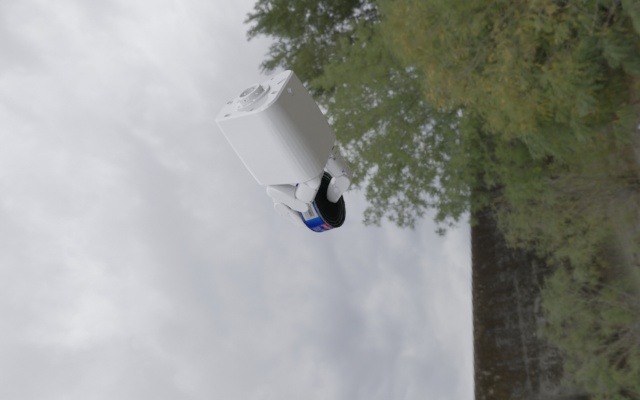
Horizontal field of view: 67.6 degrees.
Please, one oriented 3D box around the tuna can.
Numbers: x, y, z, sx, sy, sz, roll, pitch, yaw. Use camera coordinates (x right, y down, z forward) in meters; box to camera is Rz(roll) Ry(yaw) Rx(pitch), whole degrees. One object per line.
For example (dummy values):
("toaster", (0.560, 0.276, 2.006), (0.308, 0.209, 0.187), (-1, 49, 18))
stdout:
("tuna can", (0.000, 0.002, 0.688), (0.034, 0.086, 0.086), (-19, -10, 29))
